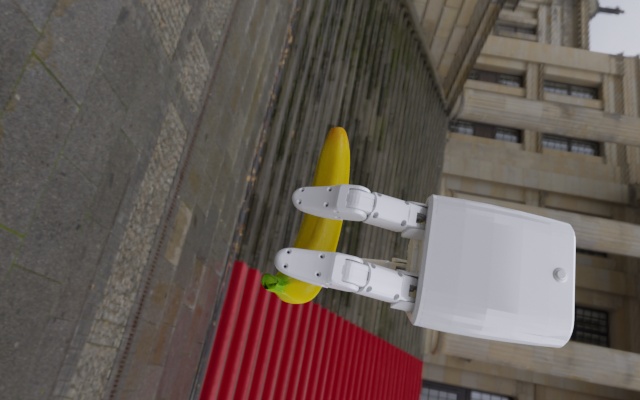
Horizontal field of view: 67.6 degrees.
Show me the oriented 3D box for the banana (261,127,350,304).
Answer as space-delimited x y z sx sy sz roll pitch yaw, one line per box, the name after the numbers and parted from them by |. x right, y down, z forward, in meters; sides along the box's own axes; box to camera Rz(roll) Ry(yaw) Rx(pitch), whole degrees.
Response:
-0.001 0.017 0.413 0.037 0.070 0.197 10 44 10 | banana
